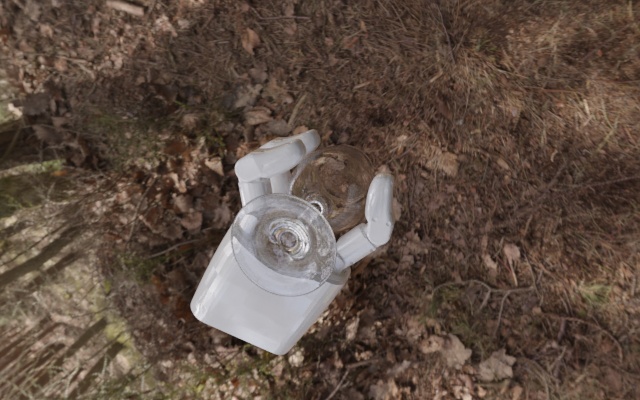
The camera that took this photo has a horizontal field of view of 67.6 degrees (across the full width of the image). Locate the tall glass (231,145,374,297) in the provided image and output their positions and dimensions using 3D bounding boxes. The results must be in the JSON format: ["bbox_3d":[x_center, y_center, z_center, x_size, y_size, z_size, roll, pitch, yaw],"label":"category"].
[{"bbox_3d":[0.000,0.001,0.406,0.079,0.079,0.201,0,18,16],"label":"tall glass"}]
